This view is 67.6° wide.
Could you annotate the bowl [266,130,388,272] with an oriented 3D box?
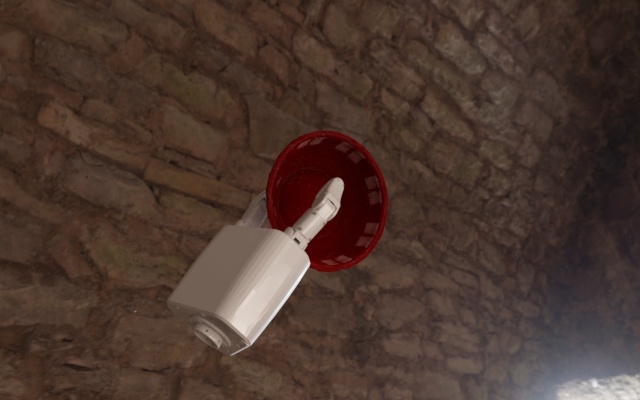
[{"bbox_3d":[0.001,0.001,0.565,0.162,0.162,0.055,0,-4,-30],"label":"bowl"}]
